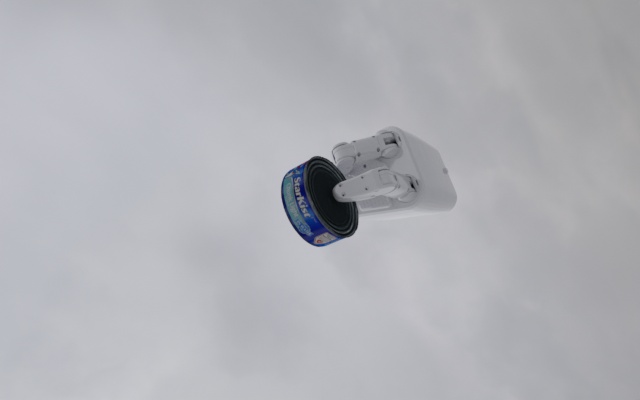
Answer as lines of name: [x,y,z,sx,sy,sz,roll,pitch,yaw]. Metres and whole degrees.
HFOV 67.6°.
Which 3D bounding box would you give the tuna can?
tuna can: [0.000,0.002,0.471,0.034,0.086,0.086,-25,-13,29]
